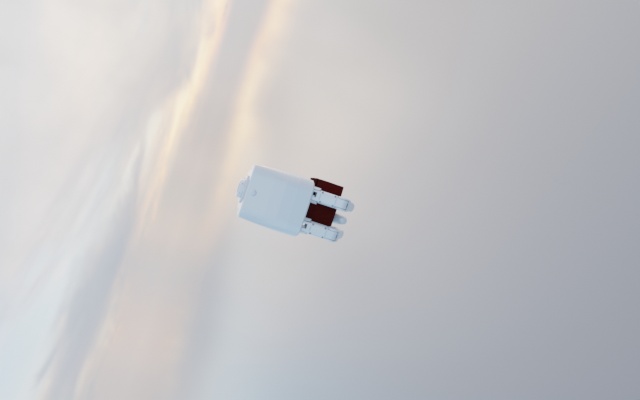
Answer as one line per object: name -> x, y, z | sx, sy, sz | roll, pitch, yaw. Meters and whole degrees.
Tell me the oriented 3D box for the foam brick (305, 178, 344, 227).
foam brick -> 0.000, 0.002, 0.842 | 0.051, 0.078, 0.053 | 18, 0, -15
